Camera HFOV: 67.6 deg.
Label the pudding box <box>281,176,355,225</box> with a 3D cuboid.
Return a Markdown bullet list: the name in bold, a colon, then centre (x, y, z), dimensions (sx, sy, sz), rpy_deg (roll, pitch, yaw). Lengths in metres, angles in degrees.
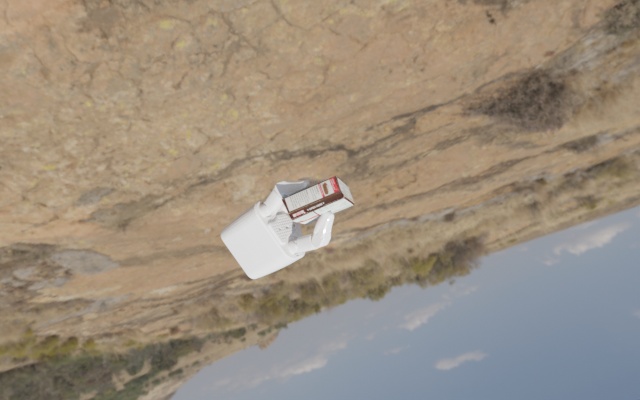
- **pudding box**: centre (0.000, 0.003, 0.740), dimensions (0.090, 0.039, 0.113), rpy_deg (-24, -9, 8)
